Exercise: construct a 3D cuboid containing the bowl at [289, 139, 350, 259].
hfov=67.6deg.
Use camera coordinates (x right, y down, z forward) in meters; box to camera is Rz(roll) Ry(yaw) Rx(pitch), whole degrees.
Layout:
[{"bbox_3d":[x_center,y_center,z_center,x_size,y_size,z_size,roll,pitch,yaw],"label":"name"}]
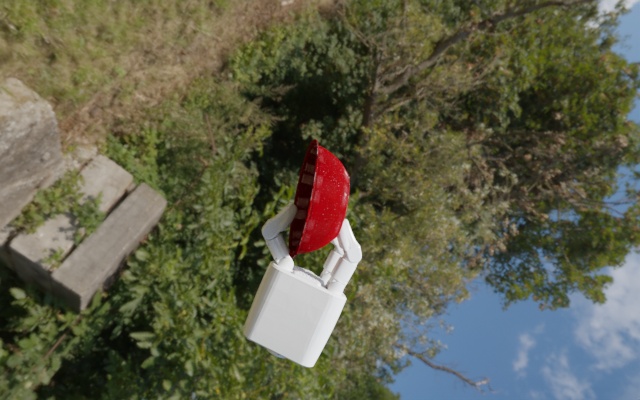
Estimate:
[{"bbox_3d":[0.001,0.001,0.639,0.055,0.162,0.162,11,-2,-9],"label":"bowl"}]
